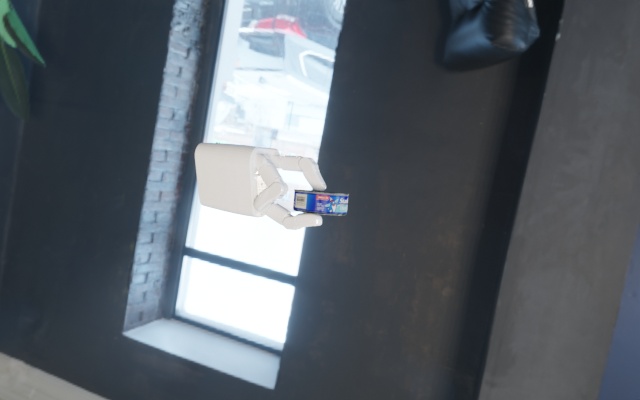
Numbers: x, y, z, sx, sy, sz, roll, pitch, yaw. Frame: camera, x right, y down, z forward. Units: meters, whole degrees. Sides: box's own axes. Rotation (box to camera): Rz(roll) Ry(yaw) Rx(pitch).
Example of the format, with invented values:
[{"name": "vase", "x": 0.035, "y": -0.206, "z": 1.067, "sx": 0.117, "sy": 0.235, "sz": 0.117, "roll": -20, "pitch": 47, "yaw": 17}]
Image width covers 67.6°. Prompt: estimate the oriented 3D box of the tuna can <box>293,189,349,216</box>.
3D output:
[{"name": "tuna can", "x": 0.000, "y": 0.003, "z": 0.741, "sx": 0.086, "sy": 0.034, "sz": 0.086, "roll": 5, "pitch": 2, "yaw": 0}]
